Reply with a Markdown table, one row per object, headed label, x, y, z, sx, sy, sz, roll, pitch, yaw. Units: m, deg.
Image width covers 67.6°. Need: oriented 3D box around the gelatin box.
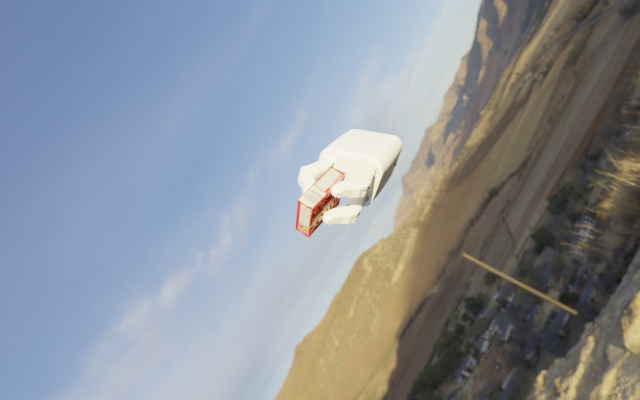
| label | x | y | z | sx | sy | sz | roll | pitch | yaw |
| --- | --- | --- | --- | --- | --- | --- | --- | --- | --- |
| gelatin box | 0.000 | 0.002 | 0.725 | 0.030 | 0.073 | 0.089 | 32 | 54 | 17 |
